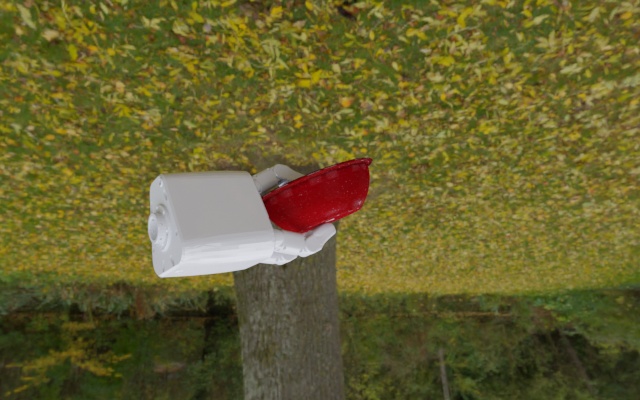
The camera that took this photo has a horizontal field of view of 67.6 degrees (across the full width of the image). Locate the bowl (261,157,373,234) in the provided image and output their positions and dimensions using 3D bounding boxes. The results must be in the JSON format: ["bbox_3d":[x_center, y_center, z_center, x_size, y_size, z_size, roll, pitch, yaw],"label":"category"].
[{"bbox_3d":[0.001,0.002,0.608,0.162,0.055,0.162,-22,-6,-2],"label":"bowl"}]
